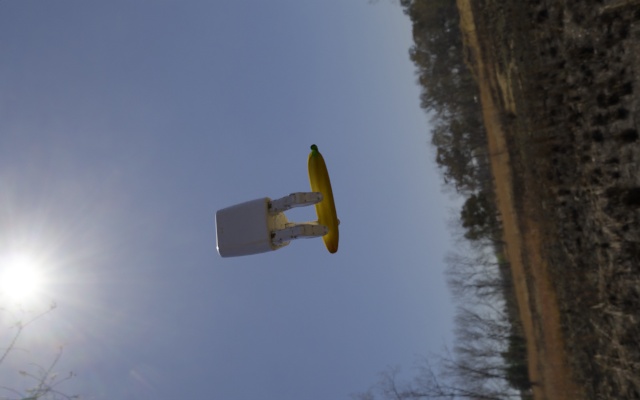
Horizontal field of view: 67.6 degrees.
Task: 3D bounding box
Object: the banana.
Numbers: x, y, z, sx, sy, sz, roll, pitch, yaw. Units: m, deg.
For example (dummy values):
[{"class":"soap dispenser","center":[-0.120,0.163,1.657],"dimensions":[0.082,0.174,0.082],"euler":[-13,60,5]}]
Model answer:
[{"class":"banana","center":[0.003,-0.004,0.867],"dimensions":[0.037,0.198,0.069],"euler":[-11,8,13]}]
